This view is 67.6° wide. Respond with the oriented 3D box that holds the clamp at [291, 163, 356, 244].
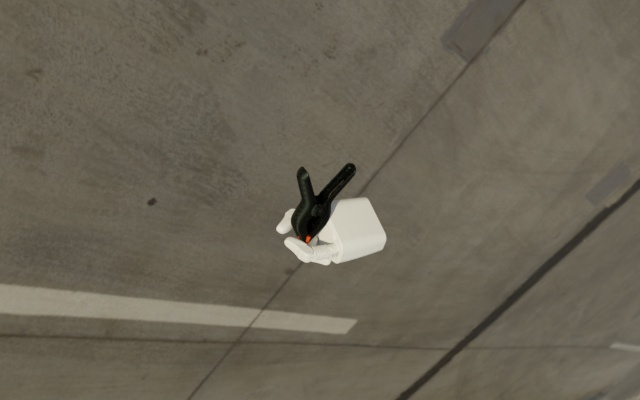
[{"bbox_3d":[0.000,0.003,0.844,0.120,0.172,0.039,-10,46,-27],"label":"clamp"}]
